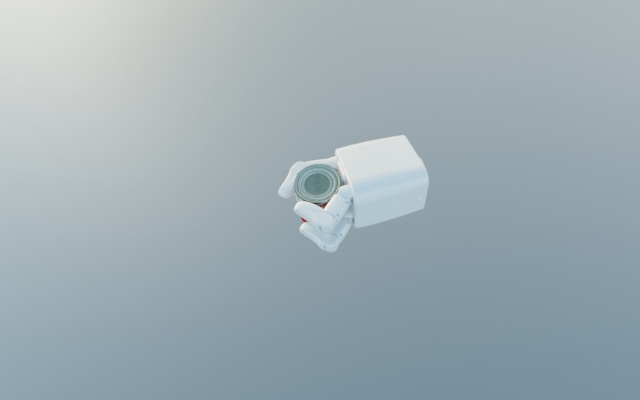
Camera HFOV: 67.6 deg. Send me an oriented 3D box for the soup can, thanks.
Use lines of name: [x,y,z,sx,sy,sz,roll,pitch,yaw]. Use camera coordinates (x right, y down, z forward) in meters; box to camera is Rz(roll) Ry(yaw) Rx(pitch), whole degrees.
soup can: [0.000,0.002,0.694,0.068,0.068,0.102,0,-31,5]
